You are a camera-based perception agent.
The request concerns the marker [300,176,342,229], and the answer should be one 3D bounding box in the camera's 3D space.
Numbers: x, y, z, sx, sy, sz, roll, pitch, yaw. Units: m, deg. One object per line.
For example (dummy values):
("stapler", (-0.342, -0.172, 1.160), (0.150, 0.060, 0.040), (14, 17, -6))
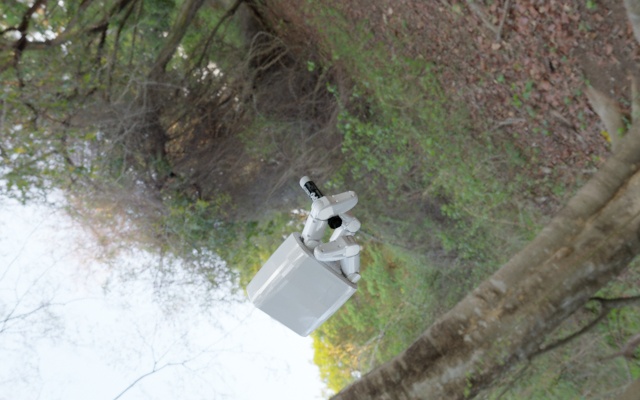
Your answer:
("marker", (0.000, 0.002, 0.654), (0.020, 0.020, 0.121), (0, 30, -25))
